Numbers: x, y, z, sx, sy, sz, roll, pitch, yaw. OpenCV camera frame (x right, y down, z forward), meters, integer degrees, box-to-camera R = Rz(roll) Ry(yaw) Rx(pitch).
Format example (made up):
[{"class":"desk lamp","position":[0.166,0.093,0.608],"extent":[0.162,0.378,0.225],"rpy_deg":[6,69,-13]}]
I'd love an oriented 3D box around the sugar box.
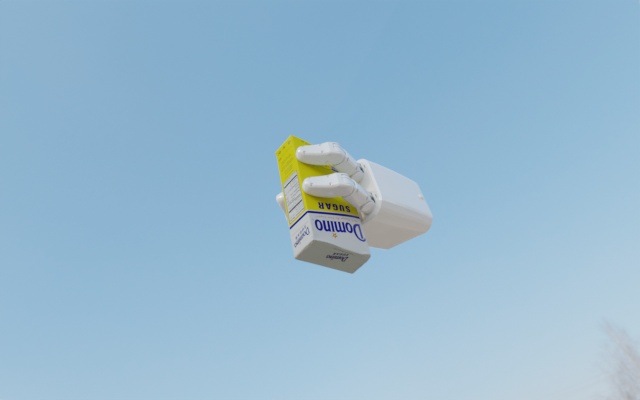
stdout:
[{"class":"sugar box","position":[0.001,0.002,0.609],"extent":[0.093,0.176,0.048],"rpy_deg":[19,-52,-35]}]
